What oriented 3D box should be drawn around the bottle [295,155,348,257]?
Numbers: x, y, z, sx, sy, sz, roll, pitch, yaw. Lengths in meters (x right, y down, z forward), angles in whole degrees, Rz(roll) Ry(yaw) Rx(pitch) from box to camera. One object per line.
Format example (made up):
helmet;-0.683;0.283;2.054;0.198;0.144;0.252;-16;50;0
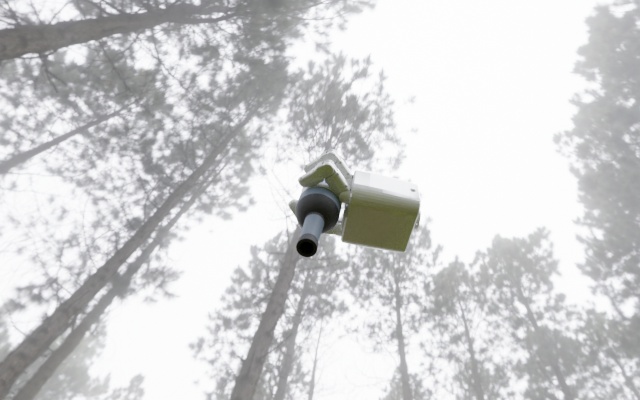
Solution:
bottle;0.000;0.002;0.738;0.069;0.069;0.295;0;23;8
